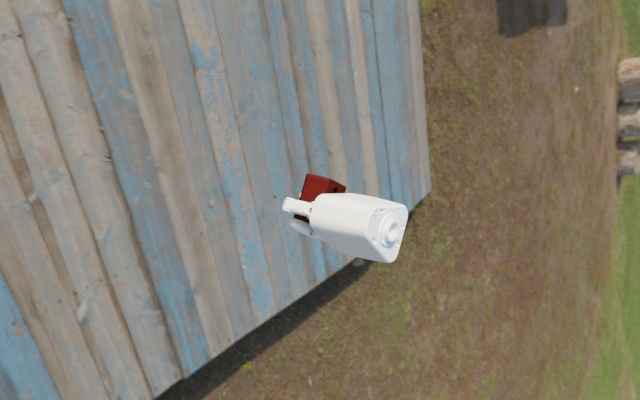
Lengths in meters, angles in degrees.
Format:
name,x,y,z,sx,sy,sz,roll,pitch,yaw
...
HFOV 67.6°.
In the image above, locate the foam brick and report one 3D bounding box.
name,x,y,z,sx,sy,sz,roll,pitch,yaw
foam brick,0.000,0.002,0.784,0.051,0.078,0.053,11,-8,39
